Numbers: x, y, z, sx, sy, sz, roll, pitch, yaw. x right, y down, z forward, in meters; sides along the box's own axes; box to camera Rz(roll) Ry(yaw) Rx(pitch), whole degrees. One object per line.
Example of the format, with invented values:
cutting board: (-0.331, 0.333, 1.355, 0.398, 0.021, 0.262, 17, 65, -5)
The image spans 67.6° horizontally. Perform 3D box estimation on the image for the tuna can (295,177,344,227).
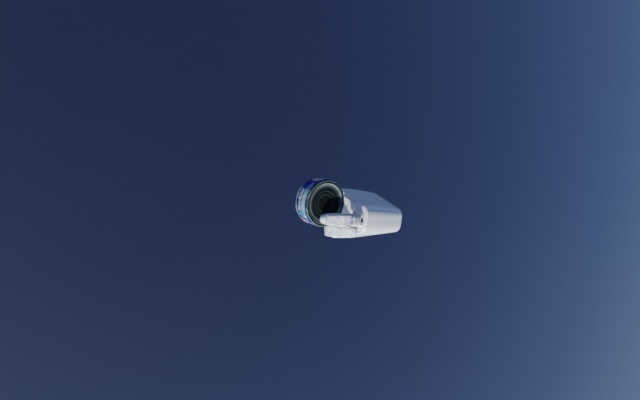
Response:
tuna can: (0.000, 0.003, 0.848, 0.086, 0.086, 0.033, 0, 11, -37)
